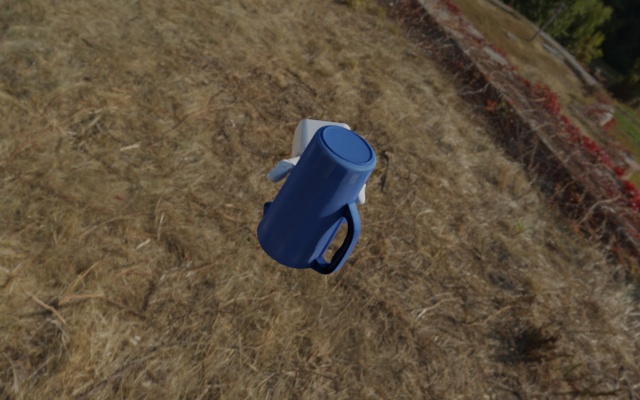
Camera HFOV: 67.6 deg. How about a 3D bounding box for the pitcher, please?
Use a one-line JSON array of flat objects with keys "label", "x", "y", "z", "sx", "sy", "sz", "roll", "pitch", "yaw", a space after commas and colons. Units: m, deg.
[{"label": "pitcher", "x": 0.000, "y": 0.003, "z": 0.810, "sx": 0.149, "sy": 0.243, "sz": 0.145, "roll": 20, "pitch": 39, "yaw": -15}]
